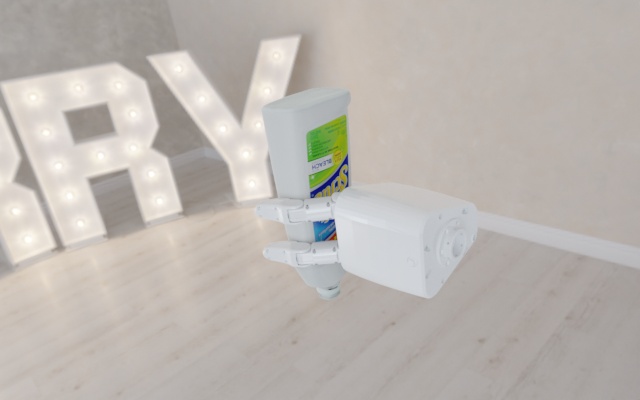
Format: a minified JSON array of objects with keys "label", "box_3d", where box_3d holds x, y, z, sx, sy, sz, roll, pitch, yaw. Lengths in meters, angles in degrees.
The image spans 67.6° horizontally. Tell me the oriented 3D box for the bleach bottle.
[{"label":"bleach bottle","box_3d":[0.000,0.002,0.567,0.068,0.251,0.102,15,33,43]}]
